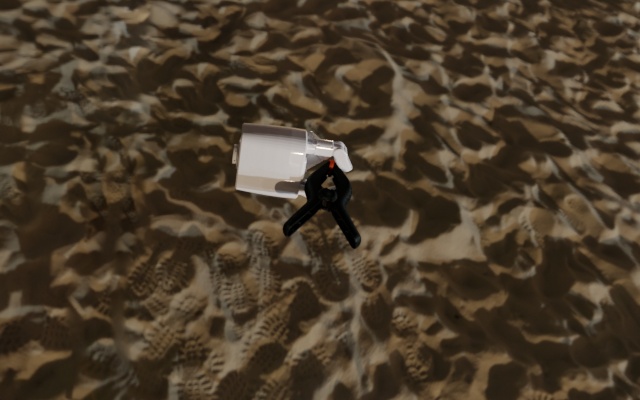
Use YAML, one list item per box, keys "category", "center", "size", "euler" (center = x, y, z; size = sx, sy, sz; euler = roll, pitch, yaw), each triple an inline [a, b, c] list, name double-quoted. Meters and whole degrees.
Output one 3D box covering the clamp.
- category: "clamp"
  center: [0.000, 0.002, 0.772]
  size: [0.120, 0.171, 0.039]
  euler: [7, -43, -11]
